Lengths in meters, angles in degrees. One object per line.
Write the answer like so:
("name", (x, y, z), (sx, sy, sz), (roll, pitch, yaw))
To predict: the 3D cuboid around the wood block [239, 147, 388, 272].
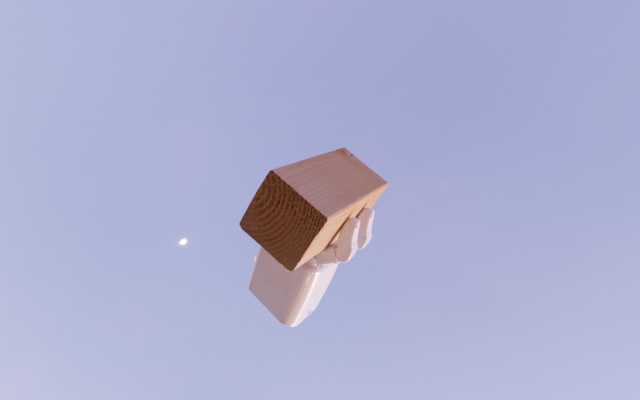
("wood block", (0.000, 0.002, 0.635), (0.091, 0.090, 0.206), (40, 27, 13))
